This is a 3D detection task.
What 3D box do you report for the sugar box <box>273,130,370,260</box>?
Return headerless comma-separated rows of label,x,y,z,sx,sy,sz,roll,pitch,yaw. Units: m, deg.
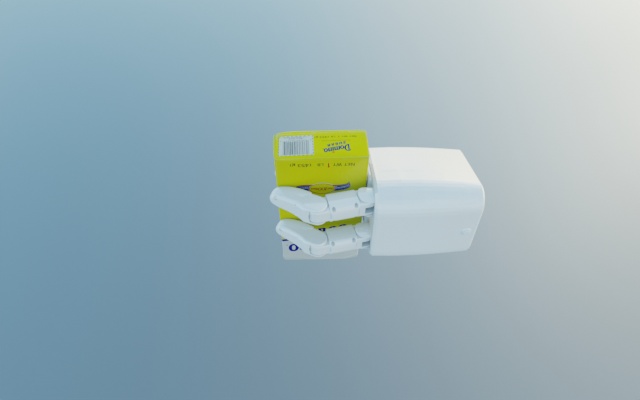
sugar box,0.000,0.002,0.525,0.093,0.048,0.176,-1,-42,-1
